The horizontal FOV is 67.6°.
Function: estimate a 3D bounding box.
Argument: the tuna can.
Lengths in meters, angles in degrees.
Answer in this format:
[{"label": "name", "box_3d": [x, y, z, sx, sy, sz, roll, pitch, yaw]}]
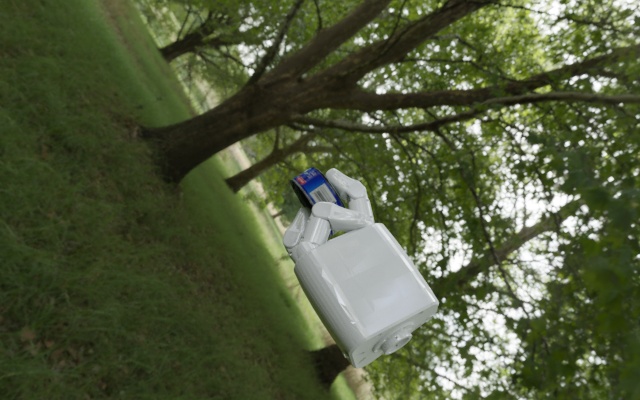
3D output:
[{"label": "tuna can", "box_3d": [0.001, 0.002, 0.588, 0.034, 0.086, 0.086, -34, 5, -8]}]
